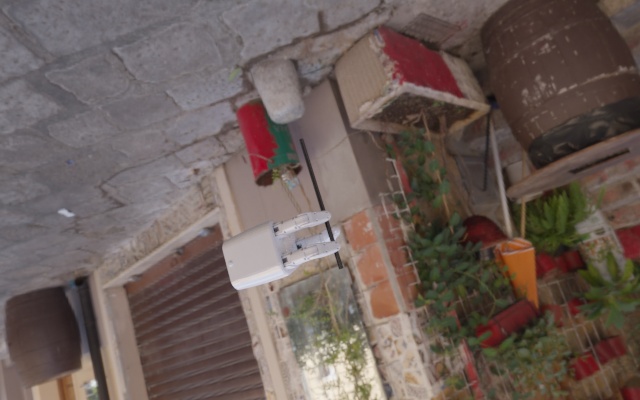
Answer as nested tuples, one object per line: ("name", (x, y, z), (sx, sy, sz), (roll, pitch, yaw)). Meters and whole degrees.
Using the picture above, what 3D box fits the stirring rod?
("stirring rod", (0.000, 0.003, 0.830), (0.011, 0.239, 0.011), (-16, -13, -4))
